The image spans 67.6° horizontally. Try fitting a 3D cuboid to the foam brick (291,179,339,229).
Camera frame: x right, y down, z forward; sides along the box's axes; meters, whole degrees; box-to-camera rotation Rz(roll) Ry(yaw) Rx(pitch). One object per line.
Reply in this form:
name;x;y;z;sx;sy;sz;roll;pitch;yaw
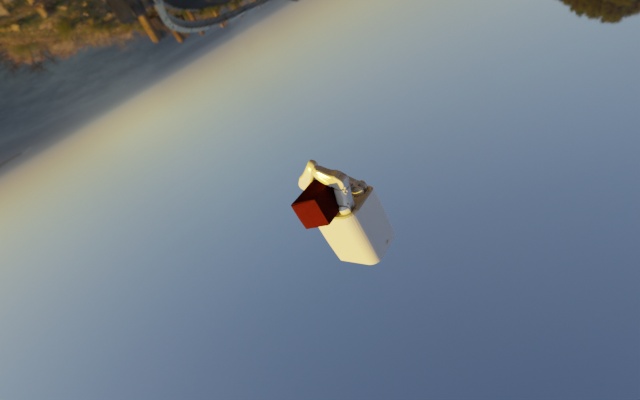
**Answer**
foam brick;0.000;0.003;0.785;0.053;0.051;0.078;-12;27;39
